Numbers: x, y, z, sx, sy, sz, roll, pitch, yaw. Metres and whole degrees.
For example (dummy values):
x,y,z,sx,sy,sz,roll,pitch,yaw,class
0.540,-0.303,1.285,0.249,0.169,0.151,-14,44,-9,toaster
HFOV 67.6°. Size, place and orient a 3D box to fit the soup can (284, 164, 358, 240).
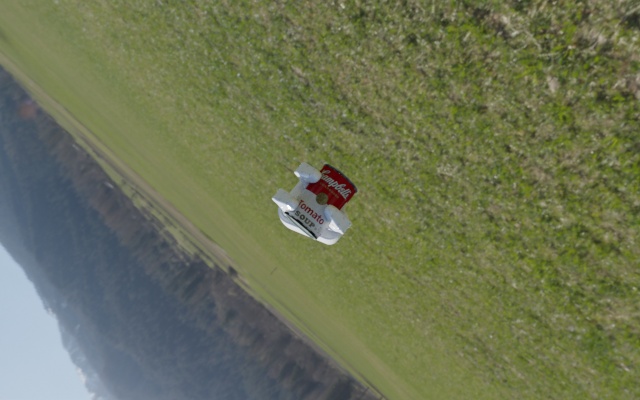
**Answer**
x,y,z,sx,sy,sz,roll,pitch,yaw,class
0.000,0.003,0.746,0.068,0.102,0.068,39,-9,7,soup can
